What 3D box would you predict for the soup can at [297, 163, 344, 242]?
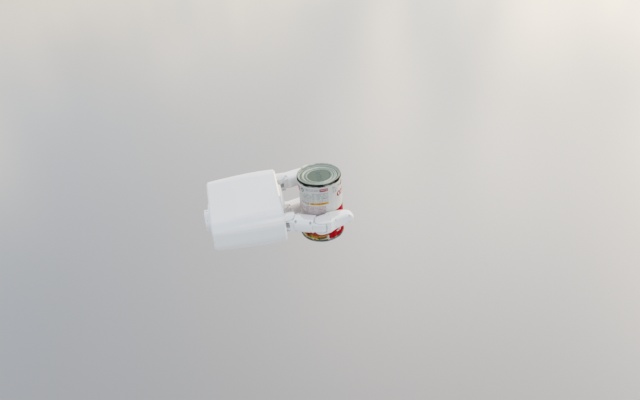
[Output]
[{"bbox_3d":[0.001,0.002,0.727,0.068,0.102,0.068,-3,33,2],"label":"soup can"}]
